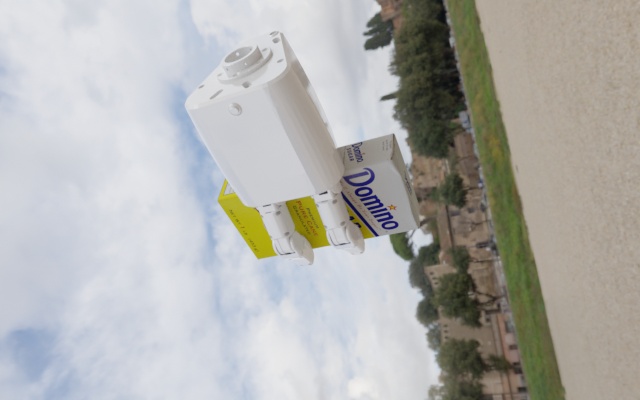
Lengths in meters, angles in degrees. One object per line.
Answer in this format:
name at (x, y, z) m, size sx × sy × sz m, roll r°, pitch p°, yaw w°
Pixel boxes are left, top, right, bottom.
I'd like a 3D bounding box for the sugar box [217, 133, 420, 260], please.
sugar box at (0.000, 0.002, 0.468) m, size 0.176 × 0.093 × 0.048 m, roll -12°, pitch 40°, yaw 20°
